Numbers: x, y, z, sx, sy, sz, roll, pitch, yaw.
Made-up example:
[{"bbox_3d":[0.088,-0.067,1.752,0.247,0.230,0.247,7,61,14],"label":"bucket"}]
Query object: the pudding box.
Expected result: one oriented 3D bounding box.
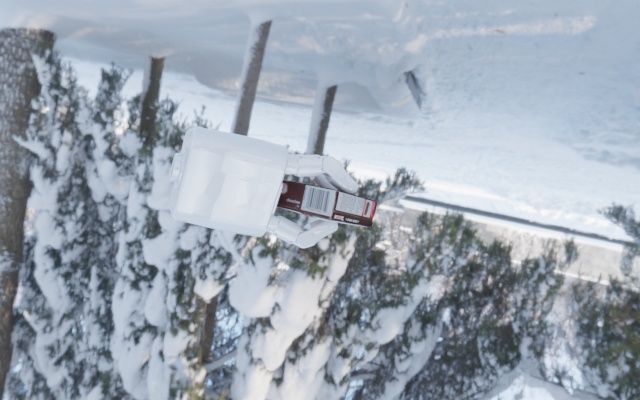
[{"bbox_3d":[0.000,0.002,0.603,0.113,0.039,0.090,15,2,39],"label":"pudding box"}]
